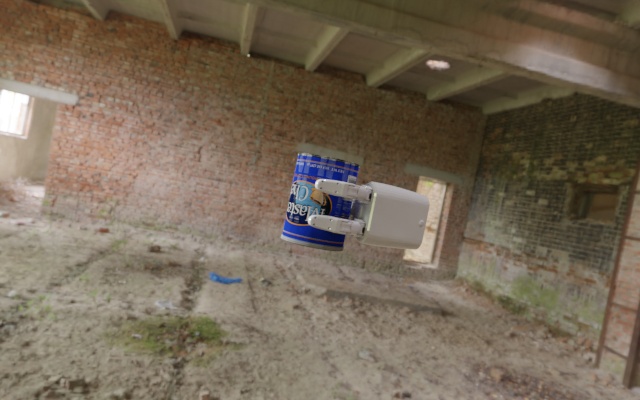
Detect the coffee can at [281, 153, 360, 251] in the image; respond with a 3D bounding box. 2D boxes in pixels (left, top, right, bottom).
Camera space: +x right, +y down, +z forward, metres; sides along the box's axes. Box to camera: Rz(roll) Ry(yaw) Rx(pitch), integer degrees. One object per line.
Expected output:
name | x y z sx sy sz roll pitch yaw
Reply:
coffee can | 0.000 0.003 0.770 0.103 0.140 0.103 11 1 0
